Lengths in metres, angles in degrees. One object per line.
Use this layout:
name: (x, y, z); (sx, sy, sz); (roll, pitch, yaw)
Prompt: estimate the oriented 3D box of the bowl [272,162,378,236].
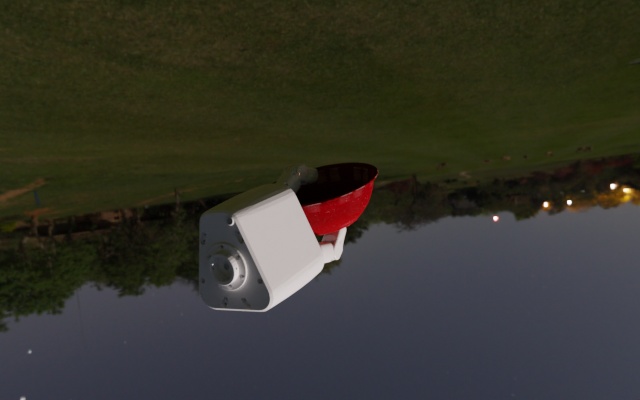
bowl: (0.001, 0.002, 0.618); (0.162, 0.055, 0.162); (-13, 18, 5)
